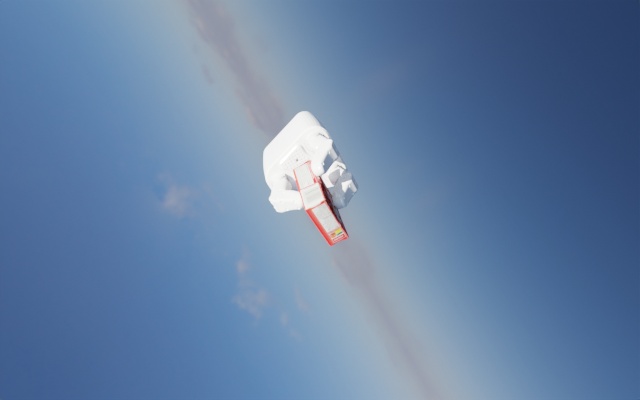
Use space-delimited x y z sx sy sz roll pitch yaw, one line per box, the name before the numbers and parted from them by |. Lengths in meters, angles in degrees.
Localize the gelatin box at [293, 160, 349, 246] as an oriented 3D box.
gelatin box | 0.000 0.002 0.603 0.030 0.073 0.089 -27 39 6
